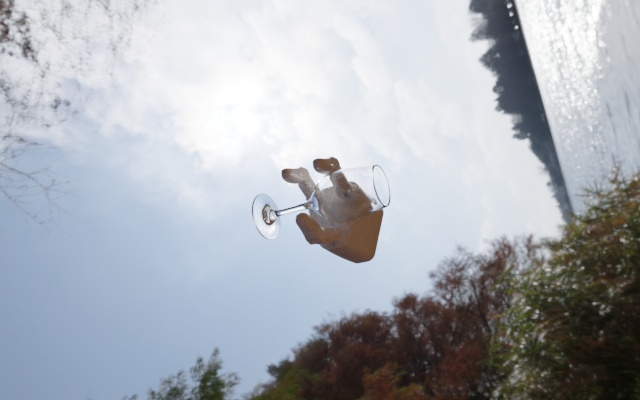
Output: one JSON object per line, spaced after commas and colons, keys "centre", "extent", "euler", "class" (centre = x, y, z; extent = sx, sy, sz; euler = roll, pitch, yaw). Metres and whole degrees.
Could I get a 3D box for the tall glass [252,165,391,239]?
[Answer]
{"centre": [-0.001, 0.002, 0.711], "extent": [0.201, 0.079, 0.079], "euler": [-15, -7, 27], "class": "tall glass"}
